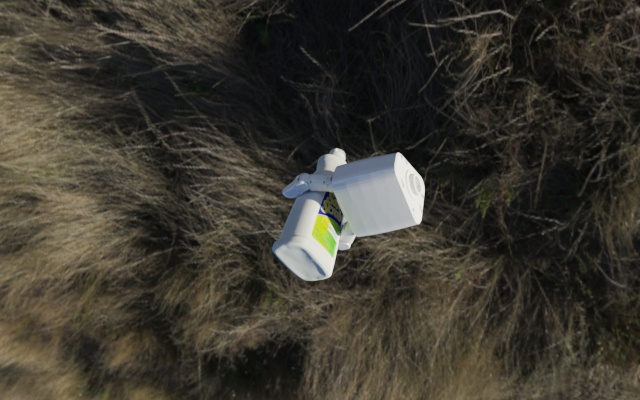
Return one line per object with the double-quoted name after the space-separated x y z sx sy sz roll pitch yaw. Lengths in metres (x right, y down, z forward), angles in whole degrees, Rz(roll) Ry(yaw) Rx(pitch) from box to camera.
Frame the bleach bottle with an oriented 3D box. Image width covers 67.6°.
0.000 0.003 0.793 0.068 0.250 0.103 -13 -47 31 "bleach bottle"
